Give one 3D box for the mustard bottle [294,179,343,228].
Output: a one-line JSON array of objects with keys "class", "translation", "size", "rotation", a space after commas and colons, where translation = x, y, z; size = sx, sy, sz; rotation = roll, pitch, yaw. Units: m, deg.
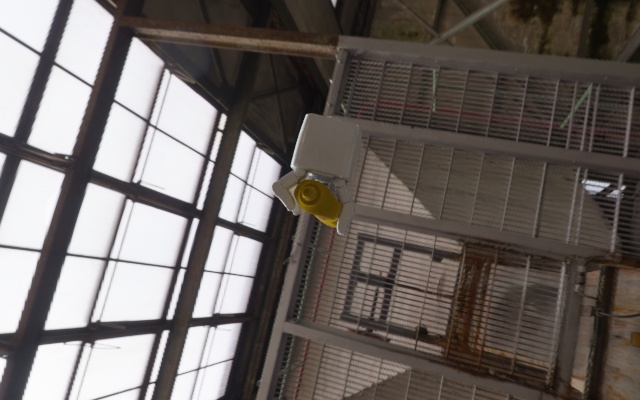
[{"class": "mustard bottle", "translation": [0.000, 0.003, 0.889], "size": [0.096, 0.058, 0.192], "rotation": [37, -1, 17]}]
